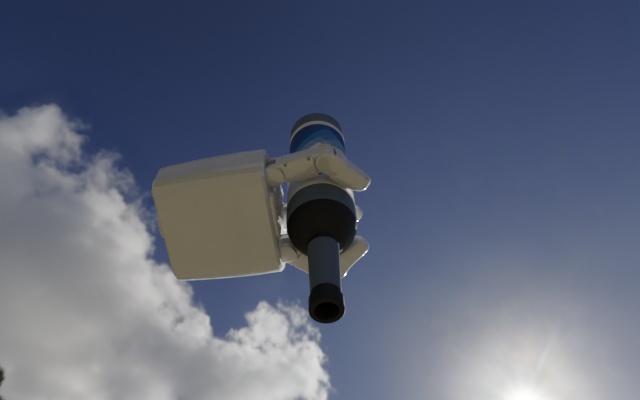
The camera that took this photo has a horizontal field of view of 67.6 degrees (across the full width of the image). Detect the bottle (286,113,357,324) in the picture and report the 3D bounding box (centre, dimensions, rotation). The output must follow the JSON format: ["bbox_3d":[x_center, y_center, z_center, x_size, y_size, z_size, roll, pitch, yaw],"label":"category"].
[{"bbox_3d":[0.000,0.001,0.476,0.069,0.069,0.295,0,33,-2],"label":"bottle"}]
